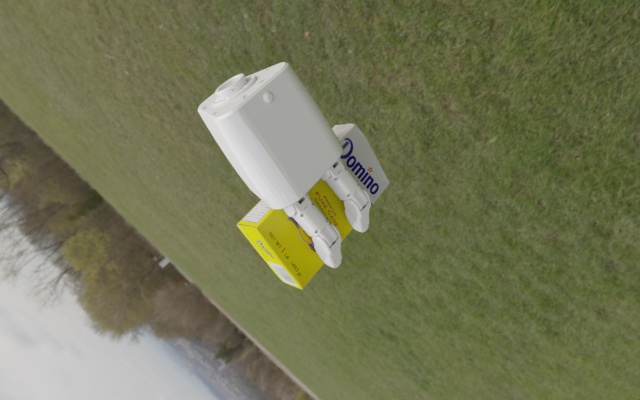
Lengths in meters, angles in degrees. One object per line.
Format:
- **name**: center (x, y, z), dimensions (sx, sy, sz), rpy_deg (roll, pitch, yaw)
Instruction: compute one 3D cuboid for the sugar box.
- **sugar box**: center (0.000, 0.002, 0.532), dimensions (0.048, 0.093, 0.176), rpy_deg (7, 48, 51)
